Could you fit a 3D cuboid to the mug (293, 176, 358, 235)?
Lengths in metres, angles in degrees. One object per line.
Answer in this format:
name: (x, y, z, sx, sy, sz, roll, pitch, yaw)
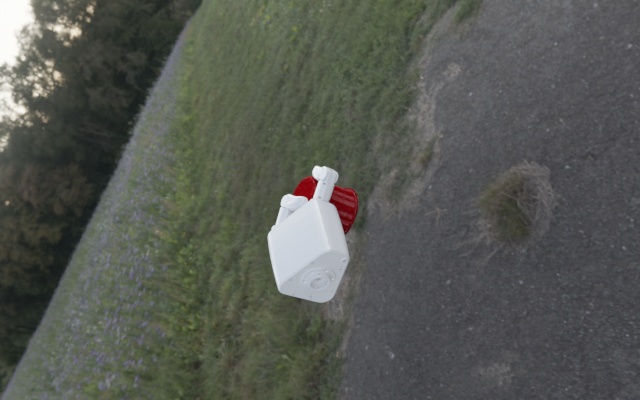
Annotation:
mug: (0.000, 0.002, 0.797, 0.081, 0.093, 0.117, 21, 30, -29)
